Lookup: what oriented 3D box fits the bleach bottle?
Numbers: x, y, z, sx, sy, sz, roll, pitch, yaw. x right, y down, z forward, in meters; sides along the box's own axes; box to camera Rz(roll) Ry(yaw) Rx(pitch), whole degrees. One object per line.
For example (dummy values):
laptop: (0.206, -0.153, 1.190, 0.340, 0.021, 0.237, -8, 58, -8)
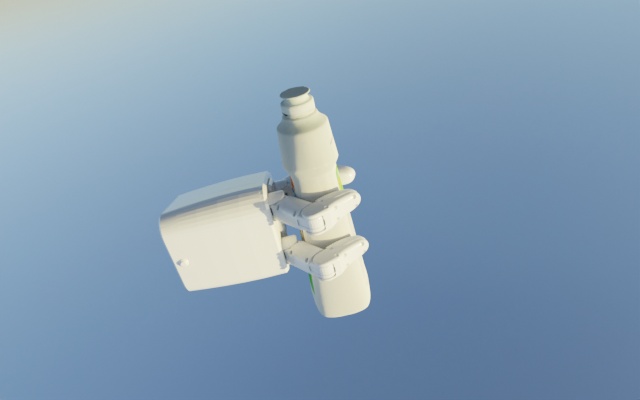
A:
bleach bottle: (0.000, 0.002, 0.504, 0.068, 0.251, 0.102, -13, 32, 0)
